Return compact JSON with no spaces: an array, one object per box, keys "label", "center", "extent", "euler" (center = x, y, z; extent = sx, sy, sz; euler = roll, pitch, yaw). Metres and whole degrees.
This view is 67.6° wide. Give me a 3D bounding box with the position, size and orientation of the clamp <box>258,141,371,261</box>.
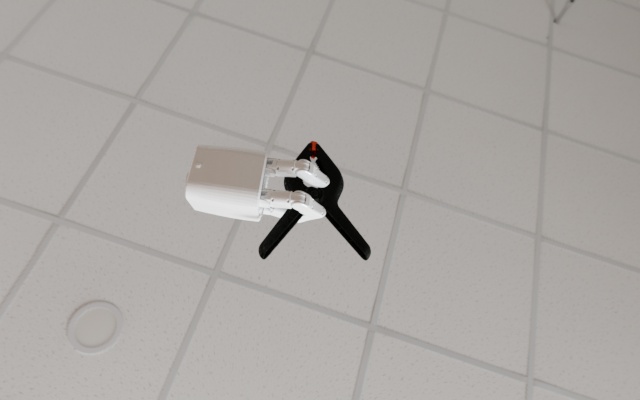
[{"label":"clamp","center":[0.000,0.002,0.743],"extent":[0.164,0.209,0.036],"euler":[8,-29,-2]}]
